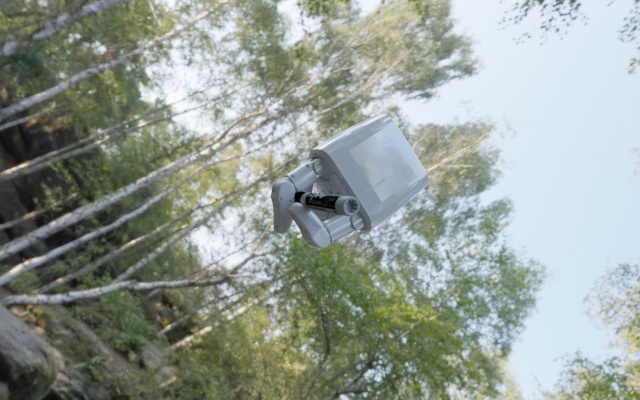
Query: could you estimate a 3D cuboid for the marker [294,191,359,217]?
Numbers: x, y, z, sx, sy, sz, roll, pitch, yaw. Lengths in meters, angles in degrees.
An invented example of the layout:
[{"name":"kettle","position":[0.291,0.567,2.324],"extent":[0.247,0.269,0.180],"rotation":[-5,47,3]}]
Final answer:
[{"name":"marker","position":[0.000,0.002,0.500],"extent":[0.020,0.020,0.121],"rotation":[0,4,-29]}]
